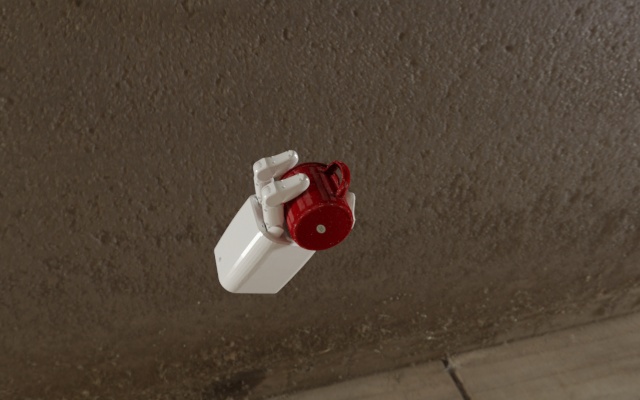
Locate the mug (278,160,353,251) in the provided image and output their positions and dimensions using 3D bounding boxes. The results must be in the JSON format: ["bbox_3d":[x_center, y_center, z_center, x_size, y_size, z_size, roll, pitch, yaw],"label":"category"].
[{"bbox_3d":[0.001,0.001,0.613,0.093,0.117,0.081,24,27,-34],"label":"mug"}]
